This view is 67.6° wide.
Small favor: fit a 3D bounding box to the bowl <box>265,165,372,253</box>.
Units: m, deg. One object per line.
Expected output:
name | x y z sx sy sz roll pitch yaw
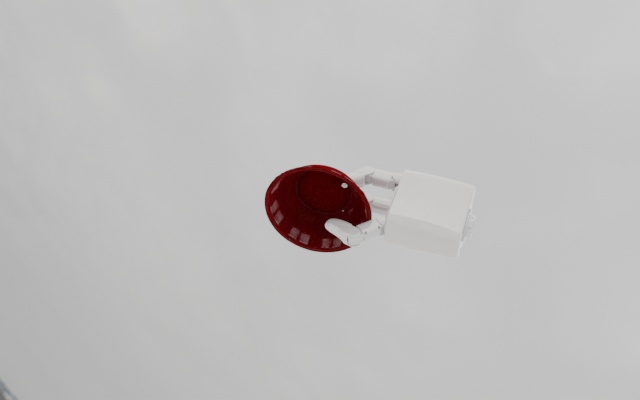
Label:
bowl | -0.001 0.002 0.721 0.162 0.162 0.055 0 38 14
